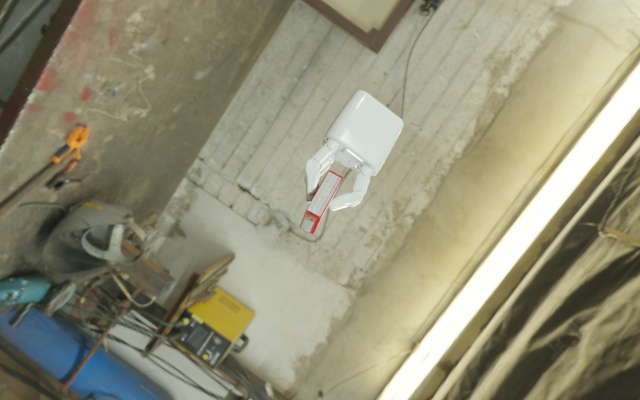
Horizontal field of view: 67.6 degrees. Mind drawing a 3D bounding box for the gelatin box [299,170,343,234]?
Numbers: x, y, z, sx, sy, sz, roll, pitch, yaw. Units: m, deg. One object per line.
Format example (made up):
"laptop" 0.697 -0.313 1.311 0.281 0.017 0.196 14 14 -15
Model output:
"gelatin box" 0.000 0.003 0.798 0.030 0.089 0.073 28 -26 2
